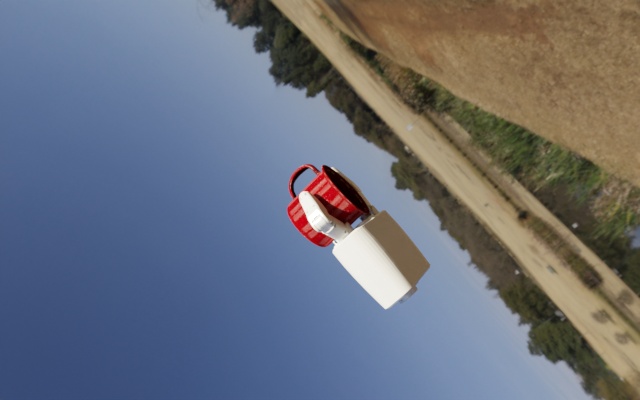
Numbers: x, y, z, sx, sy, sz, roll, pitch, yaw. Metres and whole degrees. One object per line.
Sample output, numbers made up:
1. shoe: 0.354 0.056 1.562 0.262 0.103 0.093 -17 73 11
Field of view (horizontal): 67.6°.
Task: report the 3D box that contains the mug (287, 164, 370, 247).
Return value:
1. mug: -0.001 0.001 0.671 0.081 0.117 0.093 -44 -12 14
